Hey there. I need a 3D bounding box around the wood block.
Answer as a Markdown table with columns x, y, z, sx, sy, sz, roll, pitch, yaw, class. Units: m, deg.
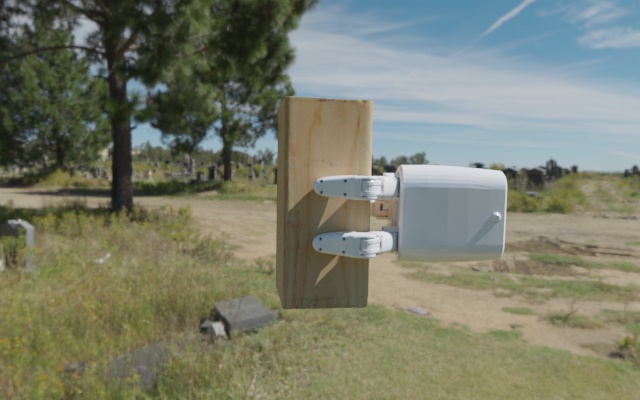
| x | y | z | sx | sy | sz | roll | pitch | yaw | class |
| --- | --- | --- | --- | --- | --- | --- | --- | --- | --- |
| 0.000 | 0.002 | 0.509 | 0.090 | 0.206 | 0.091 | 1 | 4 | -9 | wood block |
